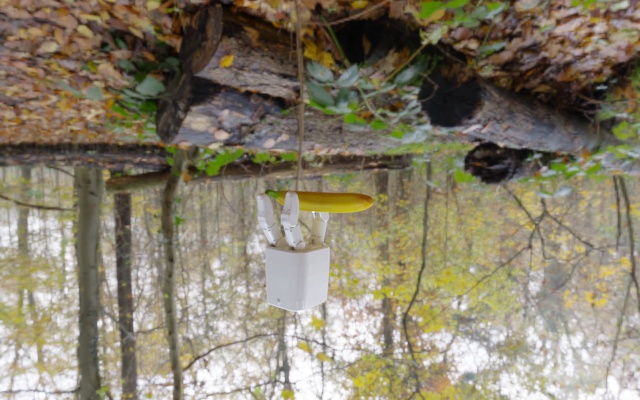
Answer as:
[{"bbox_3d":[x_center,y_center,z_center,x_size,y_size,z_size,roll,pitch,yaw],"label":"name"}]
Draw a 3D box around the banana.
[{"bbox_3d":[0.004,0.003,0.839,0.198,0.037,0.069,3,0,21],"label":"banana"}]
